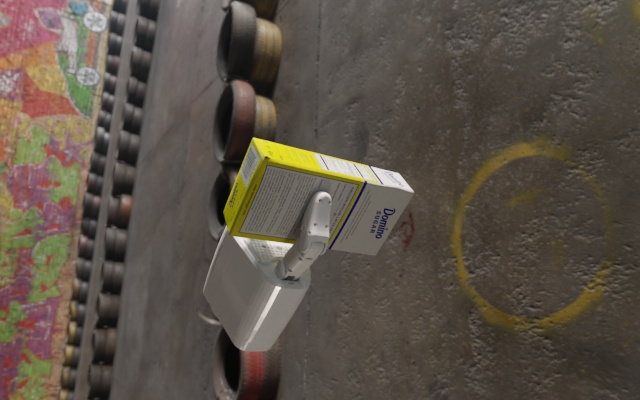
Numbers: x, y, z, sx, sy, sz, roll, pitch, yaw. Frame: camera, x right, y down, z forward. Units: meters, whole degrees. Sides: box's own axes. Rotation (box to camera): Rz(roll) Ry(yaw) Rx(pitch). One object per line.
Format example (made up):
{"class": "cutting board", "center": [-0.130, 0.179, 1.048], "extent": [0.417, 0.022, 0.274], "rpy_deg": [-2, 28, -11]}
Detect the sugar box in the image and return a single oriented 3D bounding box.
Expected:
{"class": "sugar box", "center": [0.000, 0.001, 0.493], "extent": [0.176, 0.093, 0.048], "rpy_deg": [10, 31, -31]}
